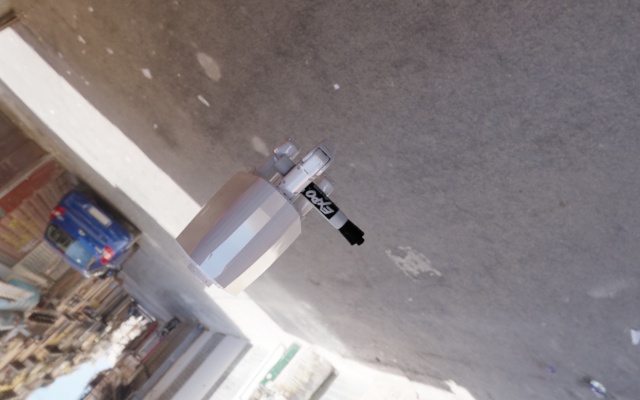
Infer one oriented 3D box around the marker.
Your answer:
[{"bbox_3d":[0.000,0.002,0.488,0.020,0.121,0.020,-45,5,5],"label":"marker"}]
